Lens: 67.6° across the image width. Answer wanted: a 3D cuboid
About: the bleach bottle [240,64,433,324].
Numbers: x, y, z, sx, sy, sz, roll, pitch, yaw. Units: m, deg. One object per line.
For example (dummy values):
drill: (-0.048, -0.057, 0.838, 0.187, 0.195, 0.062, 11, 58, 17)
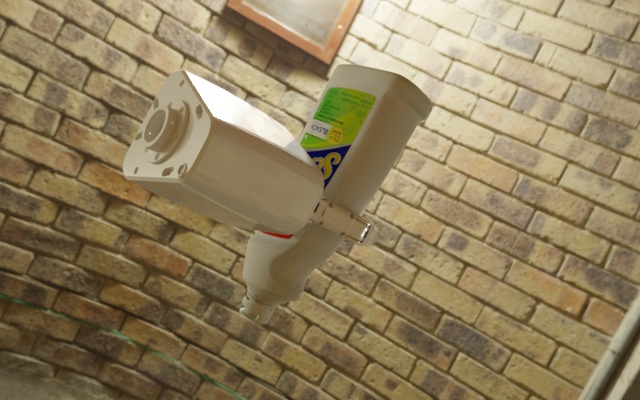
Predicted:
bleach bottle: (0.000, 0.001, 0.443, 0.068, 0.251, 0.102, 27, 1, -44)
